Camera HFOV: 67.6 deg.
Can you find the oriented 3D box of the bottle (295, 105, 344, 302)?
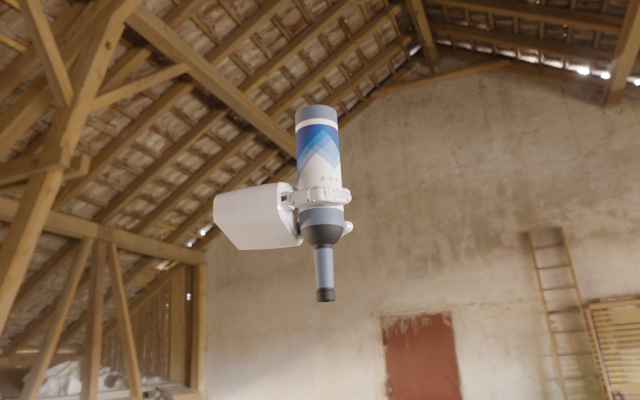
[{"bbox_3d":[0.000,0.002,0.718,0.069,0.295,0.069,-3,-18,-1],"label":"bottle"}]
